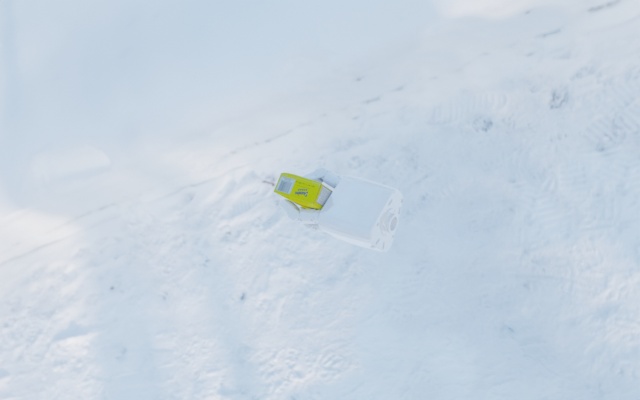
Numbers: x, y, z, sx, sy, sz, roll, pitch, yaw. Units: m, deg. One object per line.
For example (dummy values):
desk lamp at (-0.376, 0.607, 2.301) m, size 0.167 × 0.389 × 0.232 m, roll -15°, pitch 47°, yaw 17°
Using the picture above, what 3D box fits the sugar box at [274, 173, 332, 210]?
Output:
sugar box at (0.000, 0.003, 0.896) m, size 0.093 × 0.048 × 0.176 m, roll 17°, pitch -10°, yaw 34°
